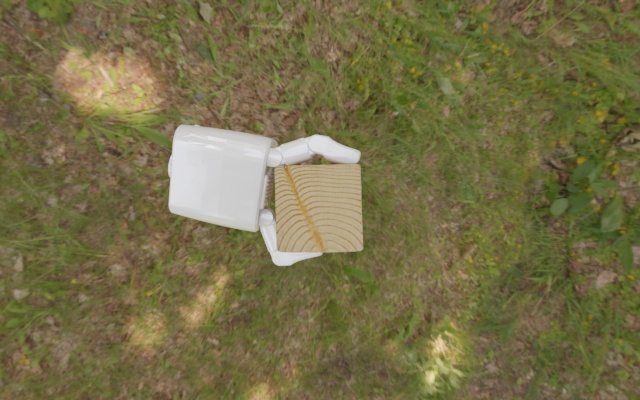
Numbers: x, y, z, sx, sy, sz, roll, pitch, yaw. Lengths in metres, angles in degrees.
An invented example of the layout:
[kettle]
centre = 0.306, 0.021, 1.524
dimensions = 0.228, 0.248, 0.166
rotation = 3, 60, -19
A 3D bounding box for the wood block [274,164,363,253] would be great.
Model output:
[wood block]
centre = 0.000, 0.002, 0.584
dimensions = 0.090, 0.091, 0.206
rotation = -1, 4, 1
